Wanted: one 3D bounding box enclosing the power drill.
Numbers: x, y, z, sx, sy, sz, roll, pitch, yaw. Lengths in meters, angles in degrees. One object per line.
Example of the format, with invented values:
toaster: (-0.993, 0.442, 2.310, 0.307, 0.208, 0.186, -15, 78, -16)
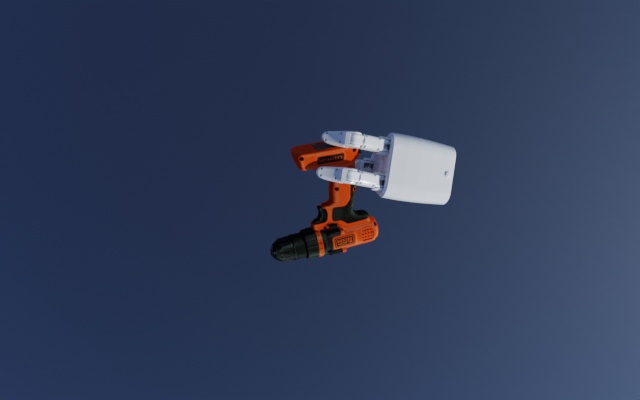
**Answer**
power drill: (0.000, 0.002, 0.765, 0.184, 0.188, 0.057, -14, 26, -16)
